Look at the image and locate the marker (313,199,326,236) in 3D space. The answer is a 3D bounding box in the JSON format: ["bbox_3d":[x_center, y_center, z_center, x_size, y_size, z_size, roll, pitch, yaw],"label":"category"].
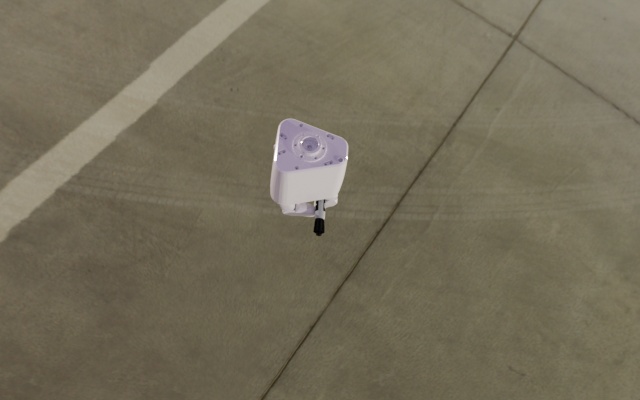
[{"bbox_3d":[0.000,0.003,0.815,0.020,0.121,0.020,3,-24,1],"label":"marker"}]
